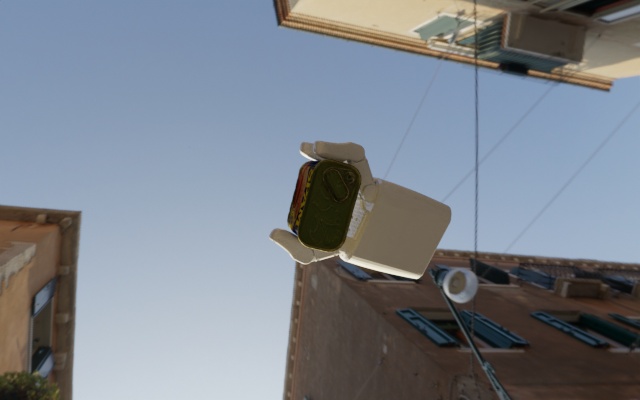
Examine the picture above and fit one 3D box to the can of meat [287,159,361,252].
[{"bbox_3d":[0.000,0.002,0.569,0.057,0.102,0.084,14,2,-16],"label":"can of meat"}]
